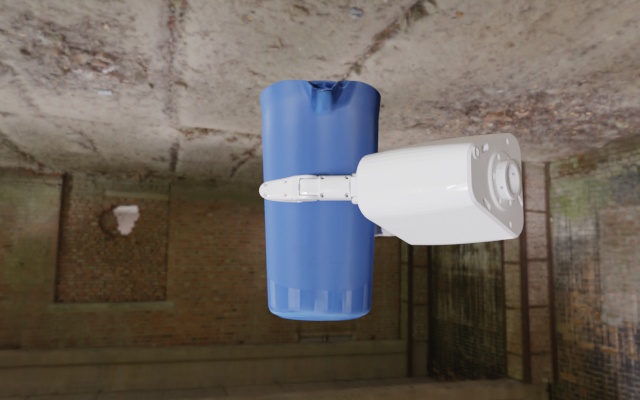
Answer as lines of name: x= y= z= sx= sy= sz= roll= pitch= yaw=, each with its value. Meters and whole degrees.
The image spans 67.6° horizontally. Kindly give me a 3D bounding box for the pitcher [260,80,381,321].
pitcher: x=0.000 y=0.002 z=0.526 sx=0.145 sy=0.243 sz=0.149 roll=-6 pitch=-10 yaw=42
